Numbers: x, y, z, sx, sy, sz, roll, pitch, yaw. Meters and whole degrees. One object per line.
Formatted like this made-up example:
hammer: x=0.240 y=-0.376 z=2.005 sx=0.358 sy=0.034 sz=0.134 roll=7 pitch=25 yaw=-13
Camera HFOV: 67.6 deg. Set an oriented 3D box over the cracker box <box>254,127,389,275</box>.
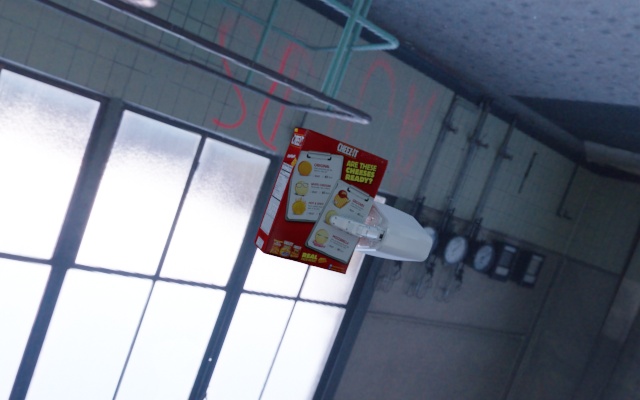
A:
cracker box: x=0.000 y=0.003 z=0.816 sx=0.164 sy=0.214 sz=0.072 roll=18 pitch=5 yaw=-27
